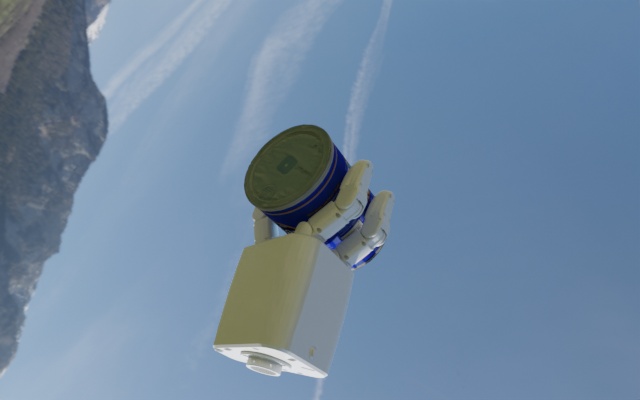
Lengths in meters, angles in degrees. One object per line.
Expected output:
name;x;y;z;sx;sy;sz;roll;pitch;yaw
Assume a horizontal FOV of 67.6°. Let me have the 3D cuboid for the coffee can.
coffee can;0.000;0.001;0.518;0.103;0.102;0.140;0;-33;36
